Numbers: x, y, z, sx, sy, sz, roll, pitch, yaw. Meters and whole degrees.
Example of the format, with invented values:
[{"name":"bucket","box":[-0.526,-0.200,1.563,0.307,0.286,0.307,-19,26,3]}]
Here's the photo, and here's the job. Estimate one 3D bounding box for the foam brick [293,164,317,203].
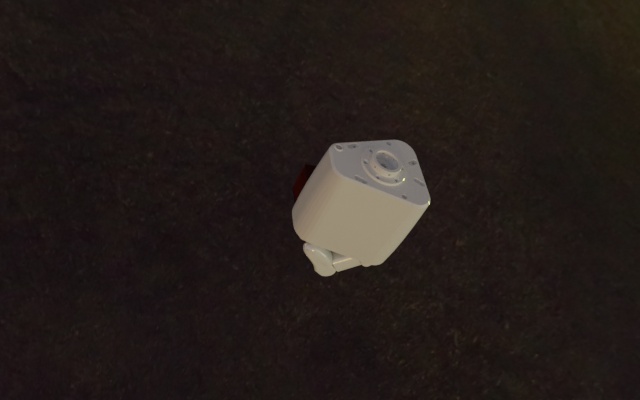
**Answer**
[{"name":"foam brick","box":[0.000,0.002,0.594,0.053,0.078,0.051,7,-40,-21]}]
